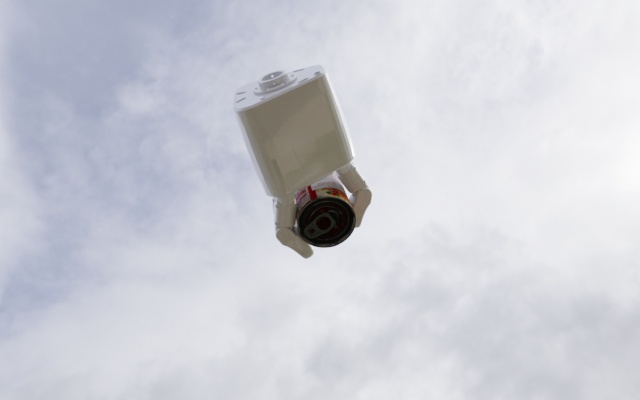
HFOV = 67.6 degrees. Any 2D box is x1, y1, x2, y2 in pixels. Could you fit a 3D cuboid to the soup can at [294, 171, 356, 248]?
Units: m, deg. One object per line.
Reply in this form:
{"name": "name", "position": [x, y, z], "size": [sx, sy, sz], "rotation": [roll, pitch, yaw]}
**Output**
{"name": "soup can", "position": [0.000, 0.002, 0.584], "size": [0.068, 0.068, 0.102], "rotation": [0, 28, -9]}
